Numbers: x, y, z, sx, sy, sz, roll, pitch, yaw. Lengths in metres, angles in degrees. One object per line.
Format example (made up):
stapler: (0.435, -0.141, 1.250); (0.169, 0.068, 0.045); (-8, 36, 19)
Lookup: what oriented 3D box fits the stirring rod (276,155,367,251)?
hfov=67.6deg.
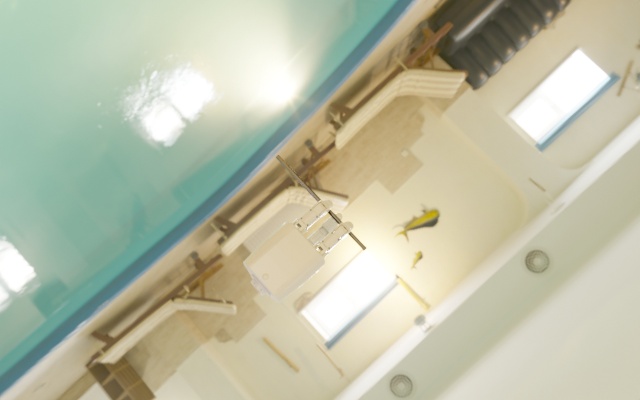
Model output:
stirring rod: (0.000, 0.003, 0.884); (0.011, 0.239, 0.011); (-42, -8, -8)
